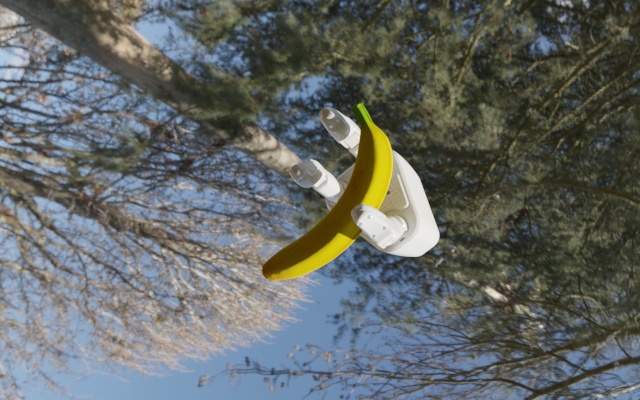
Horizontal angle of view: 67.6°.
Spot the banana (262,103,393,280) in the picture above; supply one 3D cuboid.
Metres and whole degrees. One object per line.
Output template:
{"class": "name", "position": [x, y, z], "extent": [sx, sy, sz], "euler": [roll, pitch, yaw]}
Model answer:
{"class": "banana", "position": [0.016, 0.008, 0.467], "extent": [0.069, 0.198, 0.037], "euler": [33, 8, 20]}
